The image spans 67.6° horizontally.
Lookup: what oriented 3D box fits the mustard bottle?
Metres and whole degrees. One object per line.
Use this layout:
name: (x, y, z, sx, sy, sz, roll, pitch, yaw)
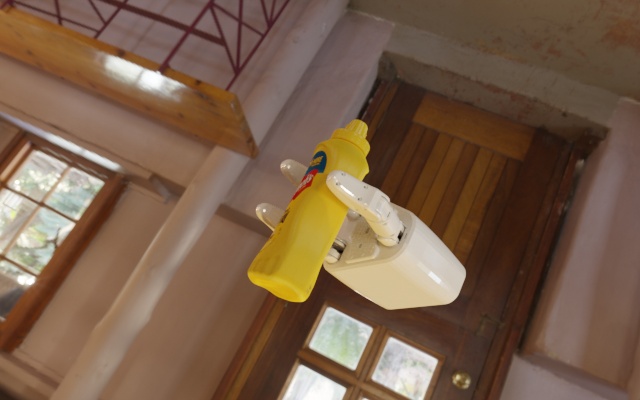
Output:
mustard bottle: (0.000, 0.002, 0.466, 0.058, 0.191, 0.096, 31, -19, -8)
